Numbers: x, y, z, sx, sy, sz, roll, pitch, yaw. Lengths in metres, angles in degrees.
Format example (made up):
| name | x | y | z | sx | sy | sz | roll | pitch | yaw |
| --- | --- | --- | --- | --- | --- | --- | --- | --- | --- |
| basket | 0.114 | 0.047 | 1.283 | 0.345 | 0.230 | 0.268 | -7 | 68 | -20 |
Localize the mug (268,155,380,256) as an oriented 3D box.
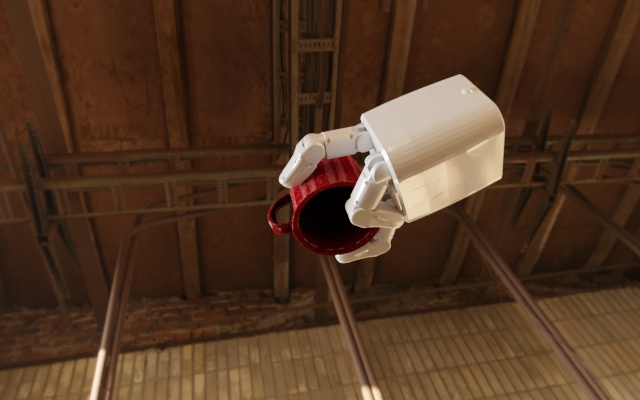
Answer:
| name | x | y | z | sx | sy | sz | roll | pitch | yaw |
| --- | --- | --- | --- | --- | --- | --- | --- | --- | --- |
| mug | -0.001 | 0.002 | 0.506 | 0.117 | 0.093 | 0.081 | -22 | 37 | 3 |
